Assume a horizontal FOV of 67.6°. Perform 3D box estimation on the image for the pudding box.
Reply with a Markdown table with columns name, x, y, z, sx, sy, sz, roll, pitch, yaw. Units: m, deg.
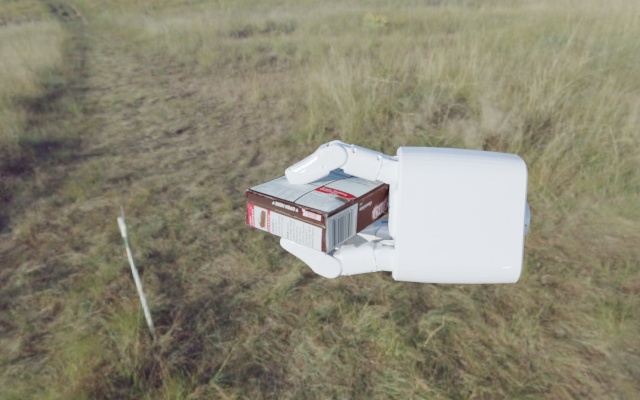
| name | x | y | z | sx | sy | sz | roll | pitch | yaw |
| --- | --- | --- | --- | --- | --- | --- | --- | --- | --- |
| pudding box | 0.000 | 0.001 | 0.442 | 0.090 | 0.039 | 0.113 | 16 | 23 | 31 |
